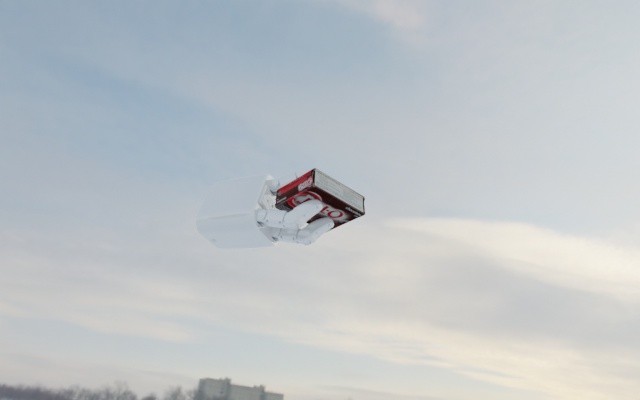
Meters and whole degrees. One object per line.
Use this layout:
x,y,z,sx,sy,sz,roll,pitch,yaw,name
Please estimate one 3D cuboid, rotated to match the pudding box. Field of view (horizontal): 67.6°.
0.000,0.002,0.743,0.113,0.039,0.090,26,-37,-35,pudding box
